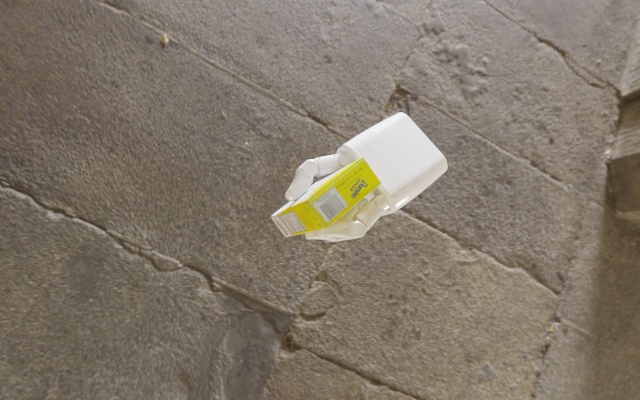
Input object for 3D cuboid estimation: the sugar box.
[{"bbox_3d":[0.001,0.002,0.630,0.093,0.048,0.176,-38,3,-19],"label":"sugar box"}]
